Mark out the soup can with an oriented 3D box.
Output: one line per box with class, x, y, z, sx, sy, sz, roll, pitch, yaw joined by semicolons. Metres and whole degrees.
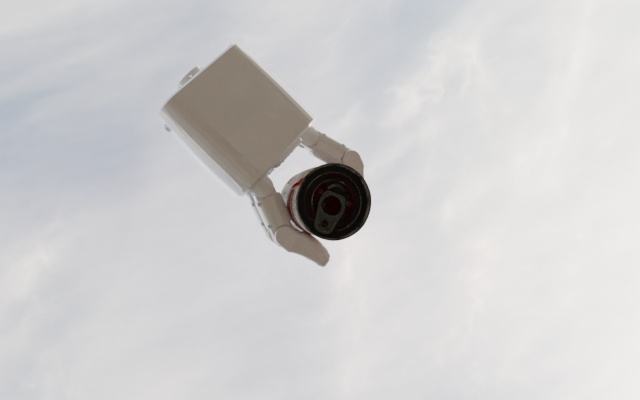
soup can;0.000;0.002;0.462;0.068;0.068;0.102;0;0;-14
